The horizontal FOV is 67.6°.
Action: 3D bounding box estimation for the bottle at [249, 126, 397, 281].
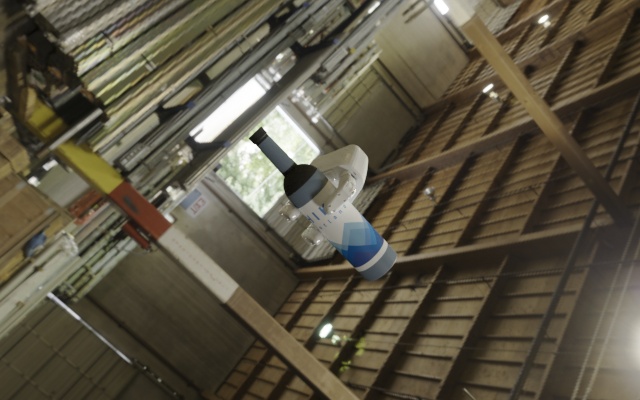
[{"bbox_3d":[0.000,0.003,0.747,0.069,0.296,0.069,-41,12,11],"label":"bottle"}]
